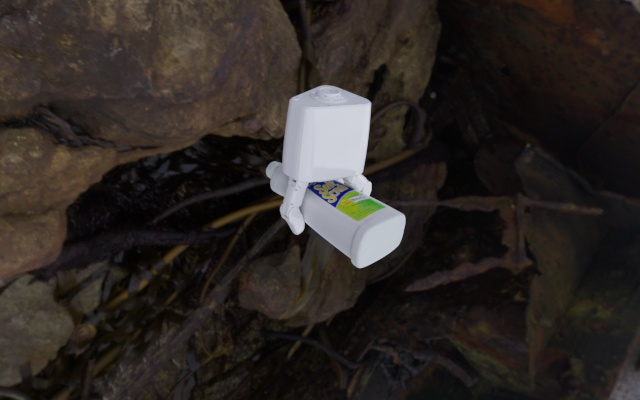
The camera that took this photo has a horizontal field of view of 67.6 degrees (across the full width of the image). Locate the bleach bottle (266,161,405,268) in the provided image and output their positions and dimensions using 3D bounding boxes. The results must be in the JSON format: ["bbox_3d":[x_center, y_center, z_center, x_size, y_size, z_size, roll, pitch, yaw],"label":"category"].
[{"bbox_3d":[0.000,0.002,0.719,0.102,0.068,0.250,-21,40,-40],"label":"bleach bottle"}]
